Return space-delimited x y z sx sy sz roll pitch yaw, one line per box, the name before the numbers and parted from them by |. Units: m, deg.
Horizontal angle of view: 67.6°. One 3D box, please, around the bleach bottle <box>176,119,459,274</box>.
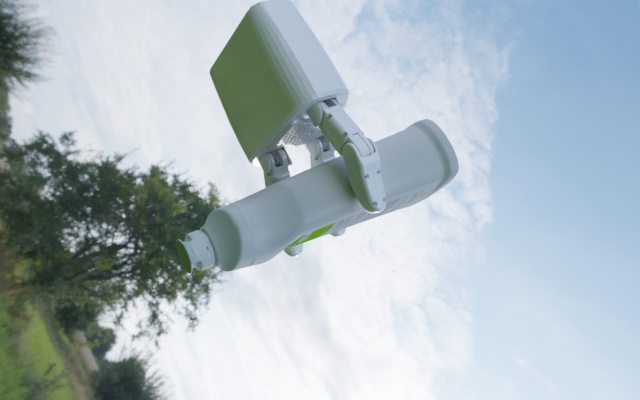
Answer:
bleach bottle | 0.000 0.001 0.420 0.251 0.068 0.103 -21 -14 -30
